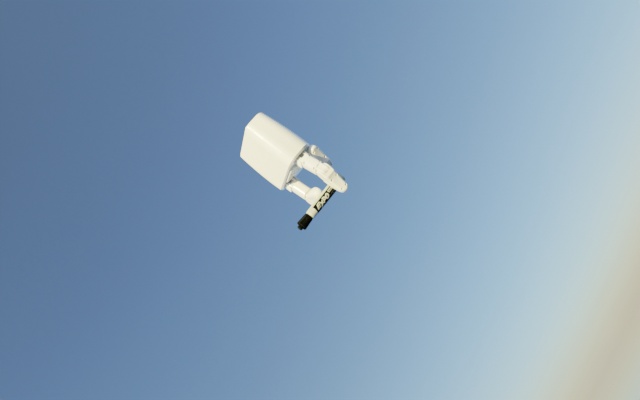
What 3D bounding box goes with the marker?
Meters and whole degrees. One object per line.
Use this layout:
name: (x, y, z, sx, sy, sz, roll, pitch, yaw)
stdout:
marker: (0.000, 0.003, 0.822, 0.020, 0.121, 0.020, 35, -17, 13)
